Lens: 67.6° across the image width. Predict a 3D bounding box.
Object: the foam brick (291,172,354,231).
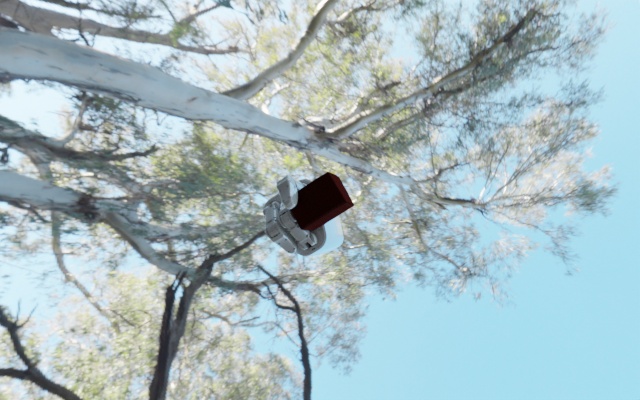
[{"bbox_3d":[0.000,0.002,0.691,0.078,0.053,0.051,-32,-15,15],"label":"foam brick"}]
